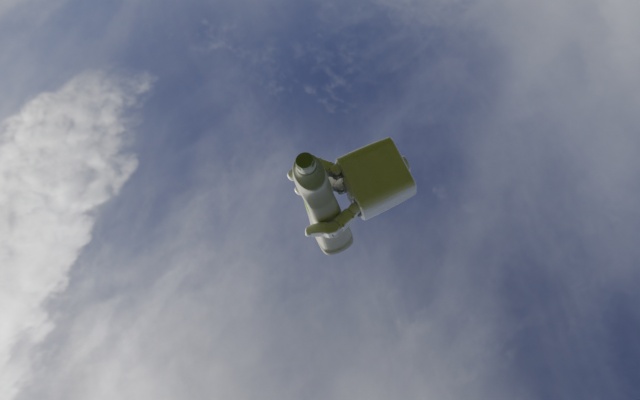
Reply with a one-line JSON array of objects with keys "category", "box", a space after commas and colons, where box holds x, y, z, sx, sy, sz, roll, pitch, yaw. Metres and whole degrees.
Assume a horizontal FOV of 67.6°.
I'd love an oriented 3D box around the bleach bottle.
[{"category": "bleach bottle", "box": [0.000, 0.003, 0.832, 0.068, 0.102, 0.251, -25, -29, -3]}]
